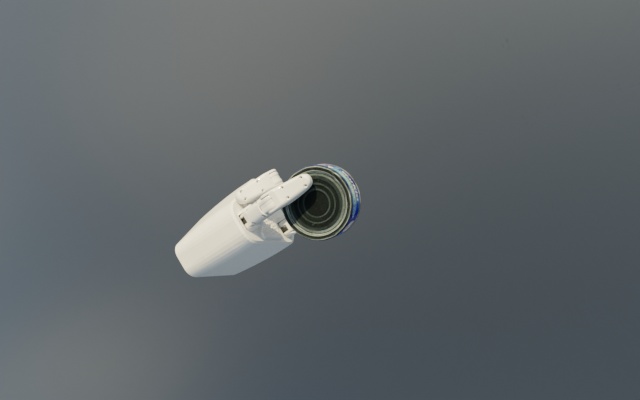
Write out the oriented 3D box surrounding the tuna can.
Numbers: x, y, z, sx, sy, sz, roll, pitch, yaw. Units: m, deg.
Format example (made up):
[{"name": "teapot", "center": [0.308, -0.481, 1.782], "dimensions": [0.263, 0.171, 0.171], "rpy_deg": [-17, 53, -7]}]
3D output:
[{"name": "tuna can", "center": [0.000, 0.002, 0.539], "dimensions": [0.086, 0.086, 0.034], "rpy_deg": [0, 5, 20]}]
